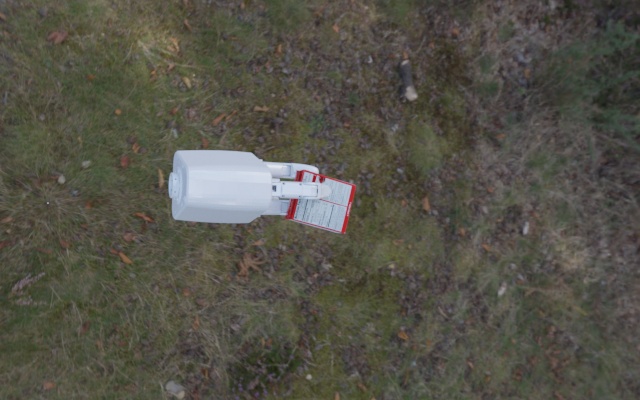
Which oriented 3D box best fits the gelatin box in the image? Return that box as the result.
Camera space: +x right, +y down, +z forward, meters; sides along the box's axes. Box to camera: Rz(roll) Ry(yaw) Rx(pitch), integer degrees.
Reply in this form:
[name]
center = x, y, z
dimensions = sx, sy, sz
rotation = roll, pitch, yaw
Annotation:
[gelatin box]
center = 0.001, 0.002, 0.684
dimensions = 0.089, 0.073, 0.030
rotation = 16, -6, -22
